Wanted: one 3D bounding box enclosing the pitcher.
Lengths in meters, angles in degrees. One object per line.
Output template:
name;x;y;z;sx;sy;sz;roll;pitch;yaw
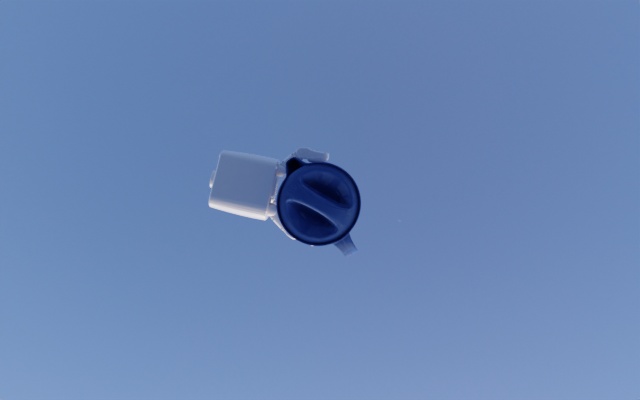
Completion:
pitcher;0.000;0.003;0.859;0.145;0.149;0.243;10;6;-2
